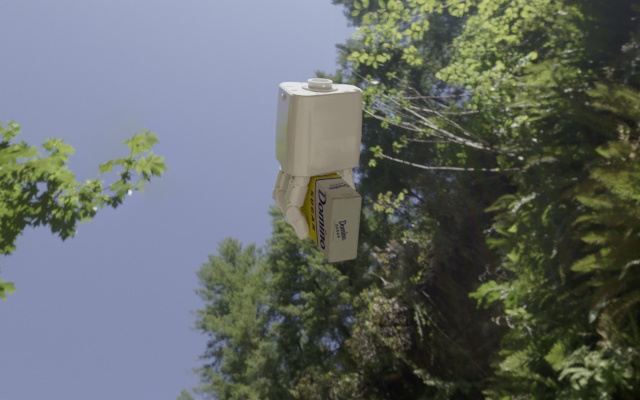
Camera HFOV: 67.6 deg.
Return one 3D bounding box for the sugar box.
[{"bbox_3d":[0.000,0.002,0.669,0.048,0.093,0.176,-5,25,-18],"label":"sugar box"}]
